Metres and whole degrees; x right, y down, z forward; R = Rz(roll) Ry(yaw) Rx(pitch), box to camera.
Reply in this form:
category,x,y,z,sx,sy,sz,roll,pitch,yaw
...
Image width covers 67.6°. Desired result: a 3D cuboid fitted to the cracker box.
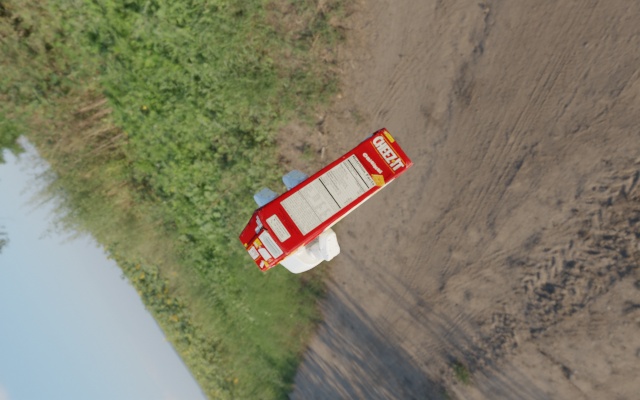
category,x,y,z,sx,sy,sz,roll,pitch,yaw
cracker box,0.000,0.002,0.659,0.213,0.072,0.164,-35,-3,-22
